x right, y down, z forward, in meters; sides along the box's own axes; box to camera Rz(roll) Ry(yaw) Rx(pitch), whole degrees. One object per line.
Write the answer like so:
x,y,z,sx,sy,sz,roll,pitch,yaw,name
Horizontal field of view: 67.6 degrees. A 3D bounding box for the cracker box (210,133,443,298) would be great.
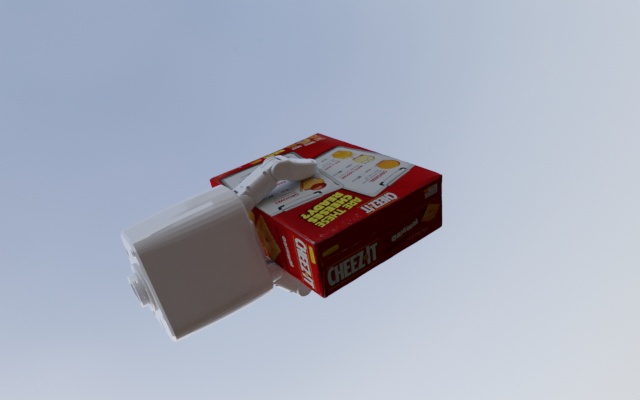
0.000,0.002,0.529,0.164,0.072,0.213,-27,33,-28,cracker box
